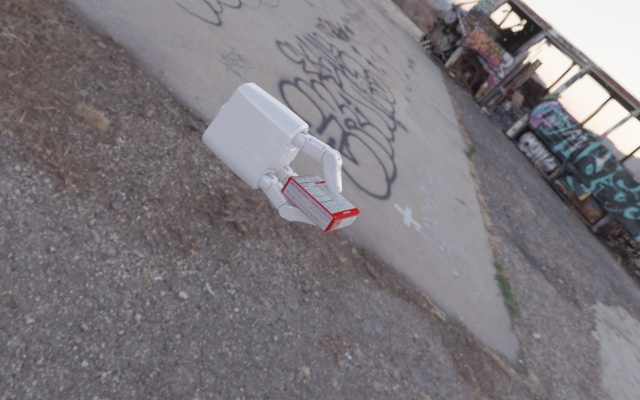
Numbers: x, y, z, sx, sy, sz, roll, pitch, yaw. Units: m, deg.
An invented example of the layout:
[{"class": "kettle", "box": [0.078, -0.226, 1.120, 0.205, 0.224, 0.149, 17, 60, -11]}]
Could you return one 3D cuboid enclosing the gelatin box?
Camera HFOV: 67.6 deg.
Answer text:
[{"class": "gelatin box", "box": [0.001, 0.002, 0.654, 0.089, 0.030, 0.073, 41, 24, 21]}]
